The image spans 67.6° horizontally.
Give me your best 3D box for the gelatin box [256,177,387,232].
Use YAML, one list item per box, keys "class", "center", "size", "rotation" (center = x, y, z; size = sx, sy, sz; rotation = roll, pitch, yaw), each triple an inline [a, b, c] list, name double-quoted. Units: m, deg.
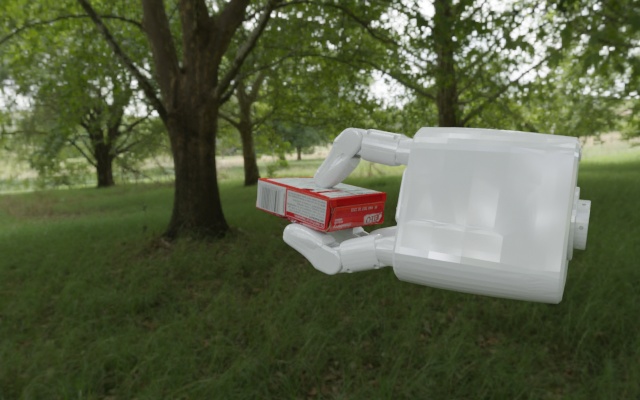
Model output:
- class: "gelatin box"
  center: [0.000, 0.001, 0.413]
  size: [0.089, 0.030, 0.073]
  rotation: [16, 14, 41]
